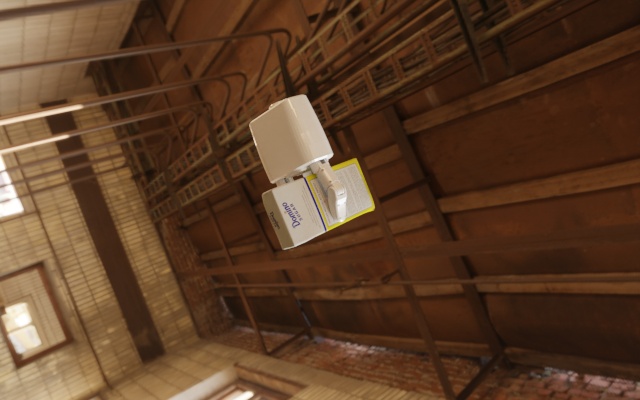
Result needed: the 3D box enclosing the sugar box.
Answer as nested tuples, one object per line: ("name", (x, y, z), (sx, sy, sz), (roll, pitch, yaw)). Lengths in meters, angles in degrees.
("sugar box", (0.000, 0.002, 0.760), (0.176, 0.093, 0.048), (-22, 0, -33))
